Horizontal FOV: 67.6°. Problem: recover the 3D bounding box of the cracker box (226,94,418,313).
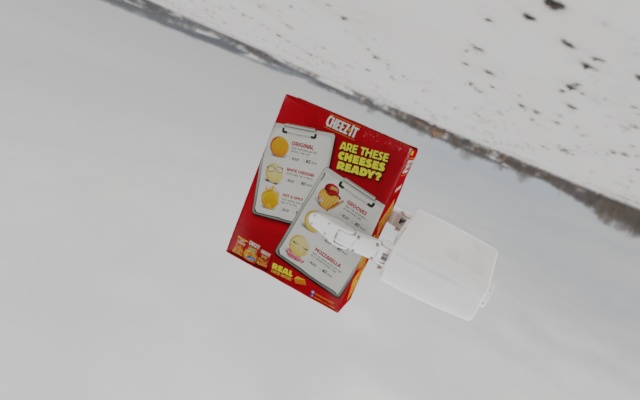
[{"bbox_3d":[0.000,0.002,0.588,0.164,0.214,0.072,26,13,14],"label":"cracker box"}]
